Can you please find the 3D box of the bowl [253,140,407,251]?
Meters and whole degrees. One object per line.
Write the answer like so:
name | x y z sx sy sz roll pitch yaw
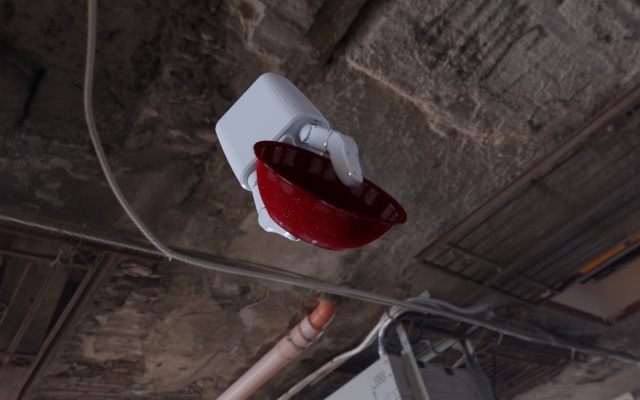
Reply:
bowl | 0.000 0.002 0.464 0.162 0.055 0.162 24 16 -7
